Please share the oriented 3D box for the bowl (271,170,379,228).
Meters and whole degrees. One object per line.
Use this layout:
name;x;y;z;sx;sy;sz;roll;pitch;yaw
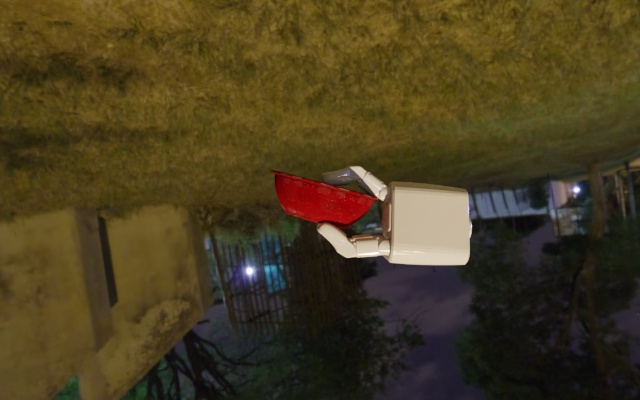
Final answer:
bowl;-0.001;0.002;0.691;0.162;0.055;0.162;15;1;0
